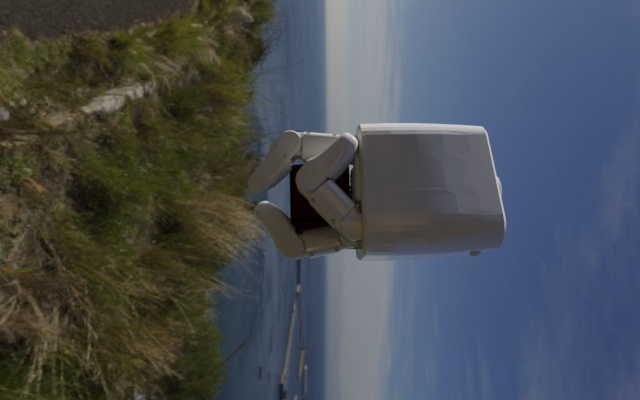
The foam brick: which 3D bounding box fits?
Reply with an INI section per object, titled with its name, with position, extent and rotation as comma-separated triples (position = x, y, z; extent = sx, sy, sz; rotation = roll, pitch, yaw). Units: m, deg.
[foam brick]
position = 0.000, 0.001, 0.438
extent = 0.051, 0.053, 0.078
rotation = -2, -11, 0
